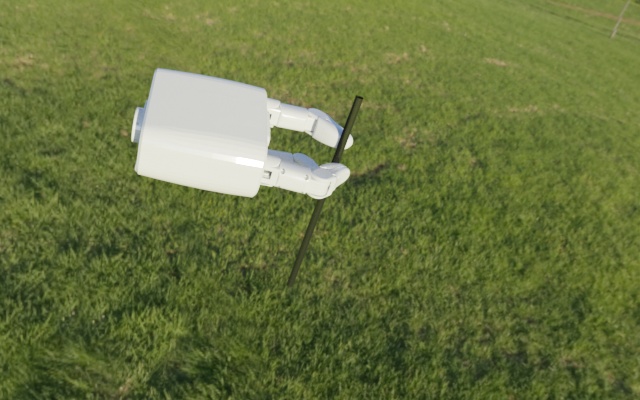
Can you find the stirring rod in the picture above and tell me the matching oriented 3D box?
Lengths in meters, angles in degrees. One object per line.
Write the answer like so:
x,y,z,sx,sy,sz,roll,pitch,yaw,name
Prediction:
0.000,0.002,0.505,0.011,0.240,0.011,15,30,-9,stirring rod
